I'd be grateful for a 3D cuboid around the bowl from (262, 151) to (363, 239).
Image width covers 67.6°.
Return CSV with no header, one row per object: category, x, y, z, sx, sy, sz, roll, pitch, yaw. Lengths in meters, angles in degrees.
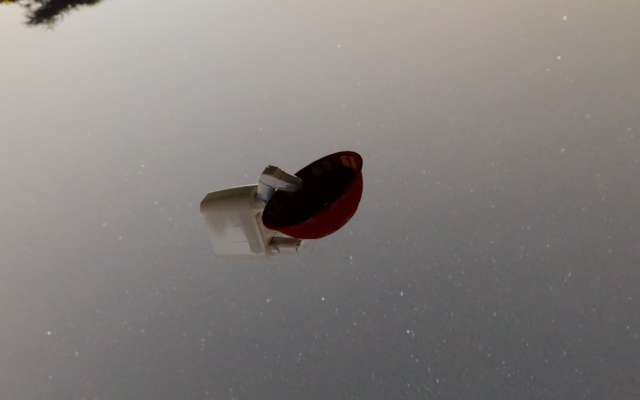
bowl,0.001,0.002,0.657,0.162,0.055,0.162,-29,25,15
